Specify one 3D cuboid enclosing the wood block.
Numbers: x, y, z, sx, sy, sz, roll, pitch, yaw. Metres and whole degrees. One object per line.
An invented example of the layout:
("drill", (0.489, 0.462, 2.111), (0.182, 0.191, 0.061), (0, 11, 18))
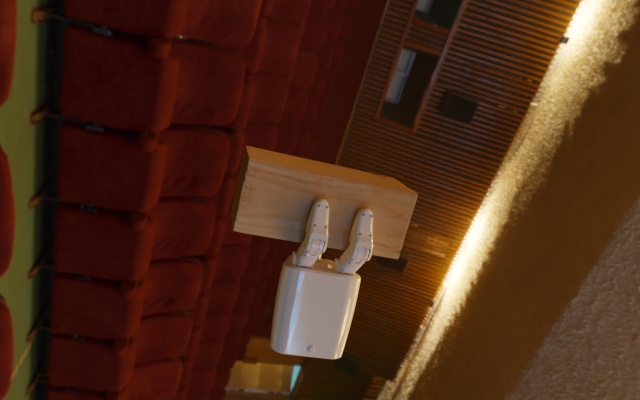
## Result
("wood block", (0.000, 0.002, 0.597), (0.206, 0.090, 0.090), (11, 12, -15))
